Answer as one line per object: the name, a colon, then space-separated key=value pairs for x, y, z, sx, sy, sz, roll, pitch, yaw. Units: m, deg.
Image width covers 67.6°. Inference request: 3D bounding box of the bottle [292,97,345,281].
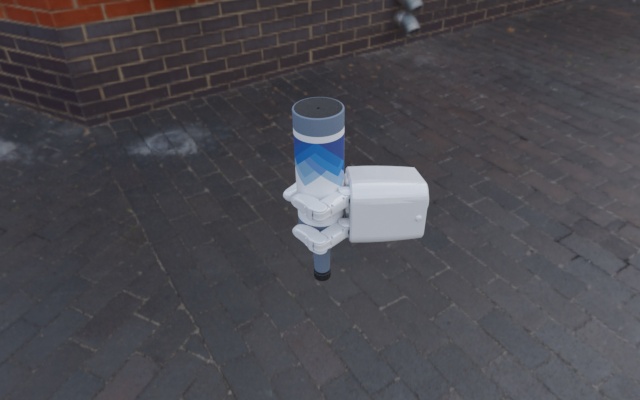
bottle: x=0.000 y=0.002 z=0.686 sx=0.069 sy=0.296 sz=0.069 roll=-1 pitch=36 yaw=1
